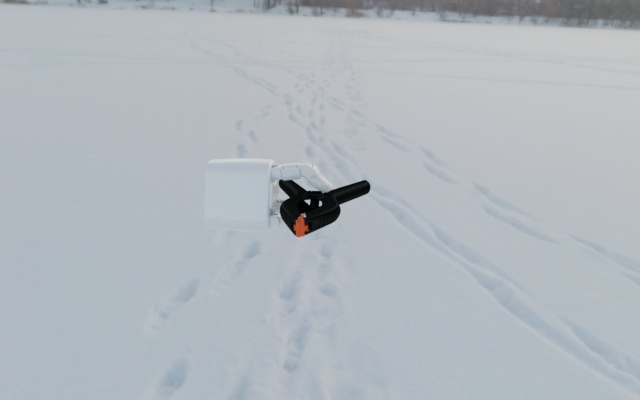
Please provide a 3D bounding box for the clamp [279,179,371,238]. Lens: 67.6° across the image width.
[{"bbox_3d":[0.000,0.002,0.770,0.164,0.036,0.210,0,21,4],"label":"clamp"}]
